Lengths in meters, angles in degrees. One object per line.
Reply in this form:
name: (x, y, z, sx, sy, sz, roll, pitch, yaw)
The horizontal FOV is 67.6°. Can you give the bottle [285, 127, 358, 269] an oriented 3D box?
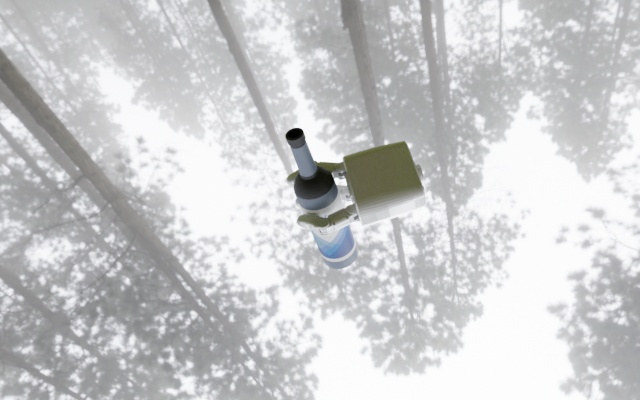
bottle: (0.000, 0.003, 0.773, 0.069, 0.069, 0.296, 0, -41, 19)
